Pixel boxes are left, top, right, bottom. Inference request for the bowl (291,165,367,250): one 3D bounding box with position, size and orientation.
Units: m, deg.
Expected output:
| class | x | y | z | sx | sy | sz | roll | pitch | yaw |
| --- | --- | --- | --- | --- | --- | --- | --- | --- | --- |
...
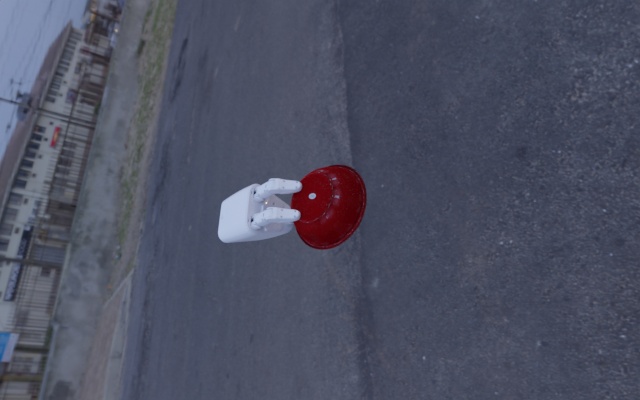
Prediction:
| class | x | y | z | sx | sy | sz | roll | pitch | yaw |
| --- | --- | --- | --- | --- | --- | --- | --- | --- | --- |
| bowl | 0.001 | 0.002 | 0.844 | 0.162 | 0.162 | 0.055 | 0 | -18 | 39 |
